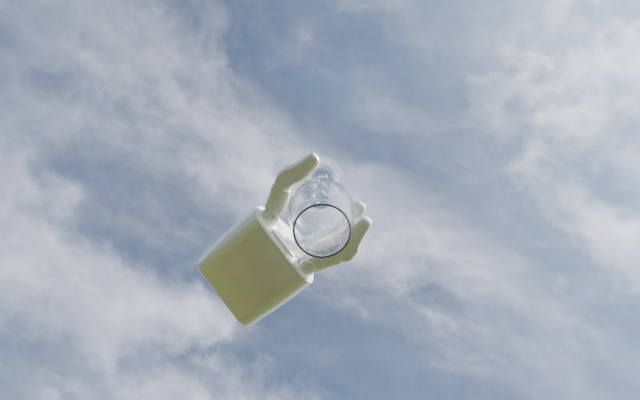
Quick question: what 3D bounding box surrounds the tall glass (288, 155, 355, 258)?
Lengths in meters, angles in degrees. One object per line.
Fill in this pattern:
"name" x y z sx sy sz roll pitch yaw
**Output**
"tall glass" 0.000 0.002 0.595 0.079 0.079 0.201 0 18 -1
